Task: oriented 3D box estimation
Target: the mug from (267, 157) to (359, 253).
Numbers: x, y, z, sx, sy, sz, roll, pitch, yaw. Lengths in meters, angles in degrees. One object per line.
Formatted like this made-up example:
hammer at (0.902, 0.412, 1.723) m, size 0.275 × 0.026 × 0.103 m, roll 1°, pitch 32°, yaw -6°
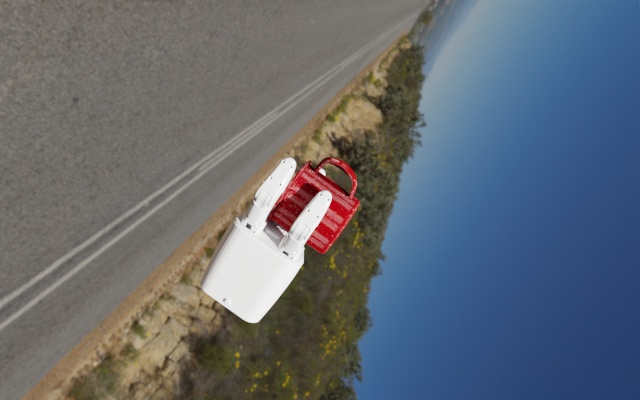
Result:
mug at (0.001, 0.001, 0.584) m, size 0.081 × 0.117 × 0.093 m, roll 35°, pitch 20°, yaw 2°
